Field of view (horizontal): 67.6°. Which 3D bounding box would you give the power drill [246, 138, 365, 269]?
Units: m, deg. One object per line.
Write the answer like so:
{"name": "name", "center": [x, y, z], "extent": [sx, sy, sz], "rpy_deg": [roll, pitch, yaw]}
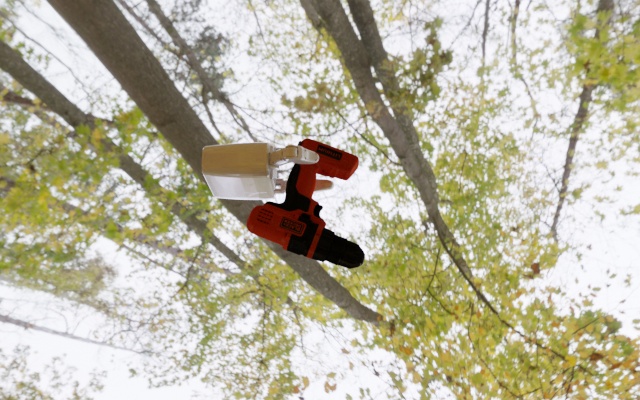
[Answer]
{"name": "power drill", "center": [0.000, 0.002, 0.748], "extent": [0.184, 0.187, 0.057], "rpy_deg": [21, -32, 0]}
